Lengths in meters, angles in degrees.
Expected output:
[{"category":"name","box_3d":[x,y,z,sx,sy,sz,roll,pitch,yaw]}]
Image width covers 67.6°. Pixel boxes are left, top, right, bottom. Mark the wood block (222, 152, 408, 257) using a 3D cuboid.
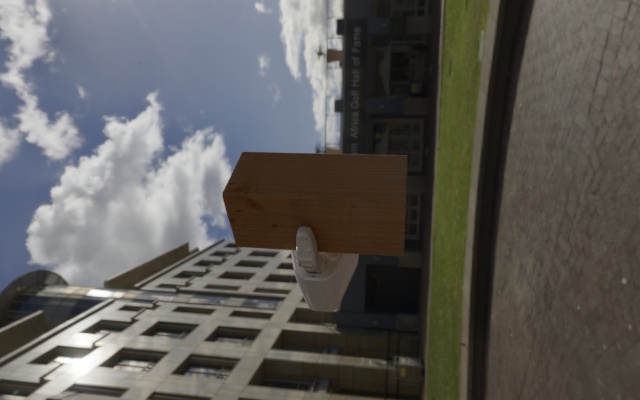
[{"category":"wood block","box_3d":[0.000,0.002,0.581,0.206,0.090,0.090,2,40,9]}]
